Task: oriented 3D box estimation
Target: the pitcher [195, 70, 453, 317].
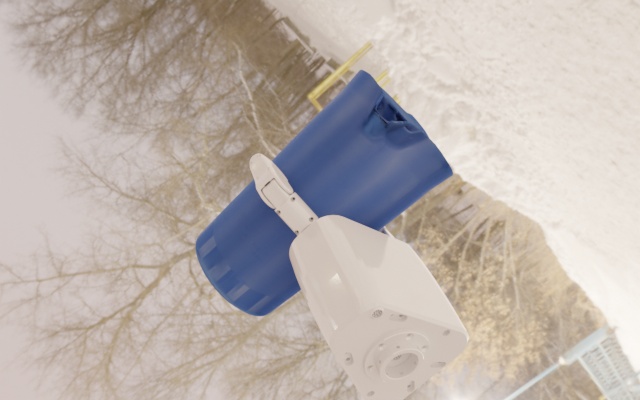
[{"bbox_3d":[0.000,0.002,0.483,0.149,0.243,0.145,44,9,-34],"label":"pitcher"}]
